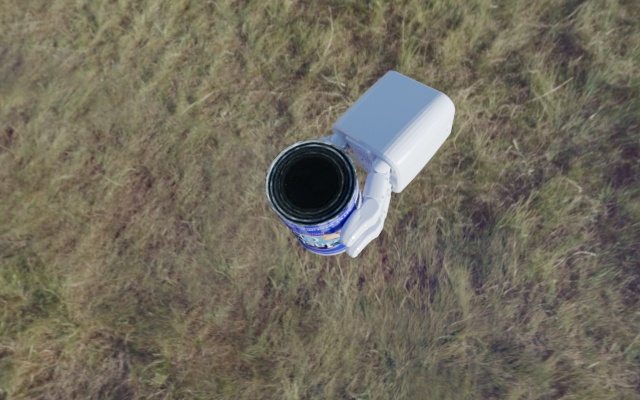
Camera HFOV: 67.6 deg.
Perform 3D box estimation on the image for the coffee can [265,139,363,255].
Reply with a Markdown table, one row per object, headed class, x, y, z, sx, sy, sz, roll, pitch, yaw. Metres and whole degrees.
| class | x | y | z | sx | sy | sz | roll | pitch | yaw |
| --- | --- | --- | --- | --- | --- | --- | --- | --- | --- |
| coffee can | 0.000 | 0.002 | 0.583 | 0.103 | 0.102 | 0.140 | 0 | -19 | 10 |
